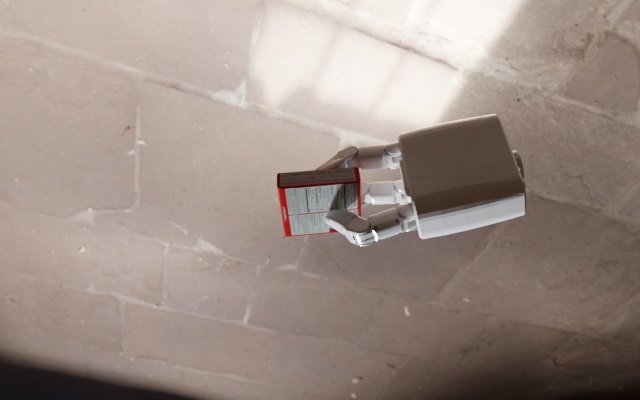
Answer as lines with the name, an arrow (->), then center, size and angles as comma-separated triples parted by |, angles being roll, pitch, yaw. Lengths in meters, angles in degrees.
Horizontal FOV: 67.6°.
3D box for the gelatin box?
gelatin box -> 0.000, 0.002, 0.526 | 0.089, 0.073, 0.030 | -5, 41, -1
